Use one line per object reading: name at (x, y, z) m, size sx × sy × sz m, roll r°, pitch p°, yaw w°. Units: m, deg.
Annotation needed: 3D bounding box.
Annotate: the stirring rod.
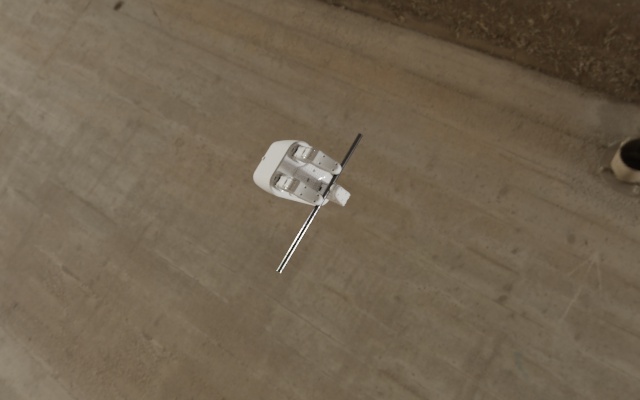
stirring rod at (0.000, 0.002, 0.716) m, size 0.011 × 0.239 × 0.011 m, roll 30°, pitch -6°, yaw 3°
